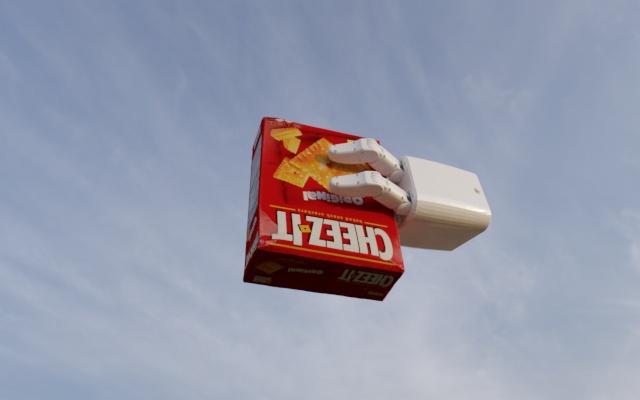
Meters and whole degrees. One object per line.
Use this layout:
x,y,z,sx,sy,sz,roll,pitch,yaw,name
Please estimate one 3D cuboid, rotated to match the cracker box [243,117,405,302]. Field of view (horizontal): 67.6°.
0.000,0.002,0.570,0.164,0.213,0.072,10,-45,-15,cracker box
